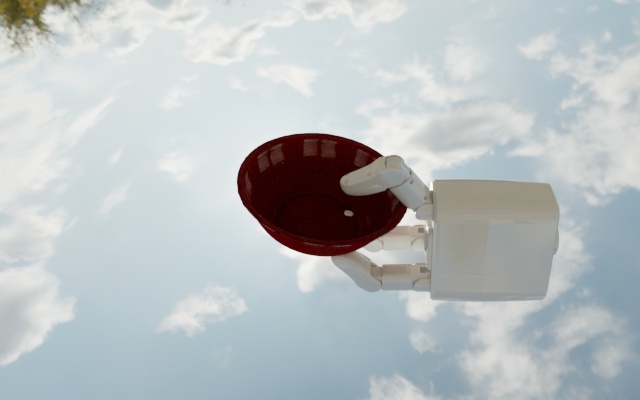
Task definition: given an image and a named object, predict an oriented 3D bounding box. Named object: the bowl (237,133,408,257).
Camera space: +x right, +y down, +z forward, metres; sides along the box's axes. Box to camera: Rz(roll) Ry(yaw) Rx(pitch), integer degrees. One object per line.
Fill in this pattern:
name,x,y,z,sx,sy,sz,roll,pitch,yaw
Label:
bowl,-0.001,0.001,0.463,0.162,0.055,0.162,5,42,-5
